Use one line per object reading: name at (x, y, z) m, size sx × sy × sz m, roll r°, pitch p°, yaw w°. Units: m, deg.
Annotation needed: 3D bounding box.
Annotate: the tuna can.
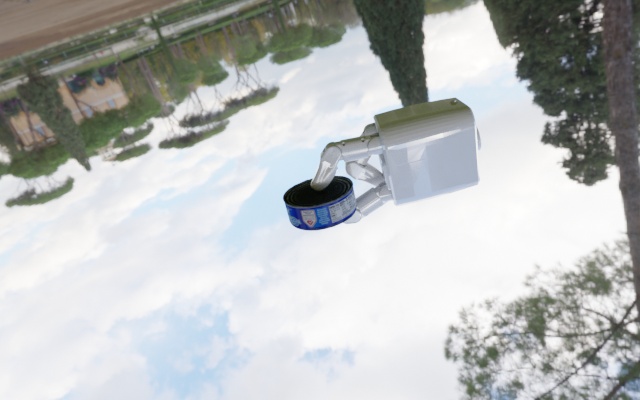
tuna can at (0.000, 0.002, 0.575) m, size 0.086 × 0.034 × 0.086 m, roll -11°, pitch 24°, yaw 5°
